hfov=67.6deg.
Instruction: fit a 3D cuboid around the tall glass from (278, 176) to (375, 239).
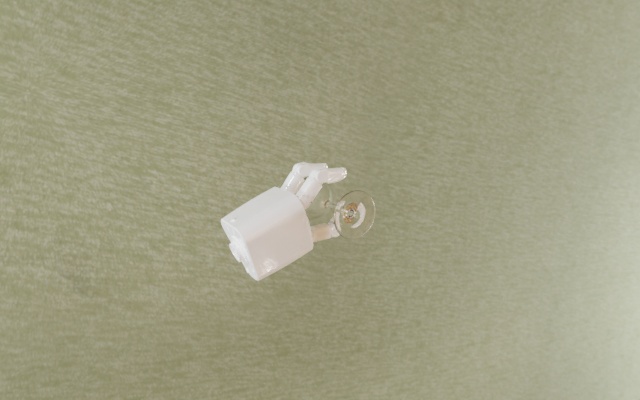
[{"bbox_3d":[0.001,0.003,0.787,0.079,0.079,0.201,0,11,-31],"label":"tall glass"}]
